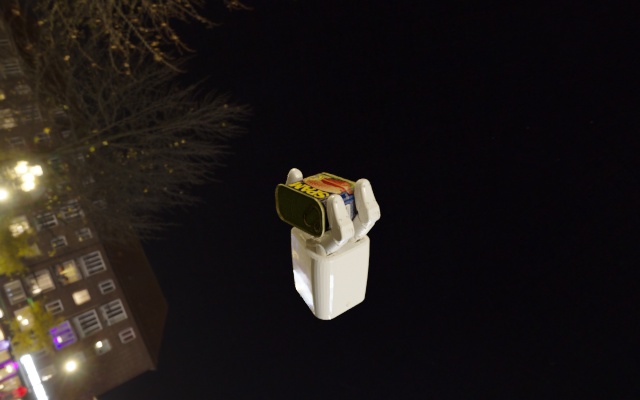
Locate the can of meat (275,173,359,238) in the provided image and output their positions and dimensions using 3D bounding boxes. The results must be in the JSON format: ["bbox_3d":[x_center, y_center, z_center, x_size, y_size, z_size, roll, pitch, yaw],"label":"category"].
[{"bbox_3d":[0.000,0.002,0.673,0.084,0.057,0.102,-21,30,-37],"label":"can of meat"}]
